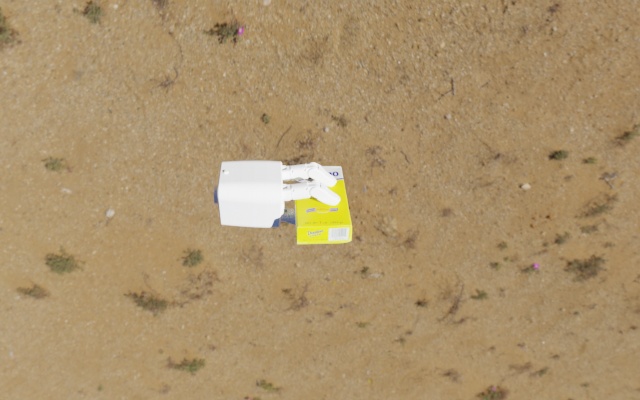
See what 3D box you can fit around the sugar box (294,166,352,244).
[{"bbox_3d":[0.000,0.002,0.852,0.093,0.048,0.176,-1,41,-5],"label":"sugar box"}]
